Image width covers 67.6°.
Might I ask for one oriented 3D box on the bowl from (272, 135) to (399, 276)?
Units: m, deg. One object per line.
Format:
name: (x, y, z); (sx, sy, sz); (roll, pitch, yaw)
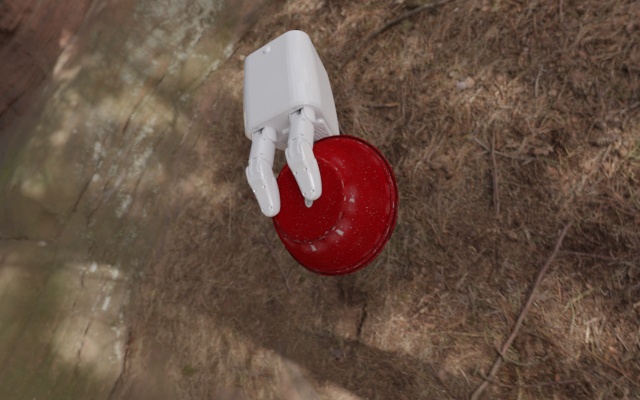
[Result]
bowl: (0.000, 0.003, 0.519); (0.162, 0.162, 0.055); (0, -6, 33)
